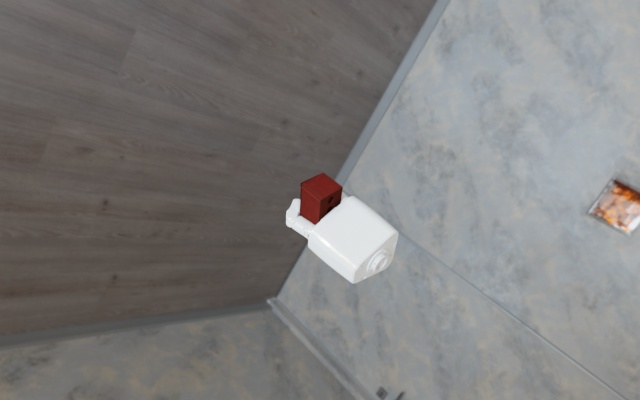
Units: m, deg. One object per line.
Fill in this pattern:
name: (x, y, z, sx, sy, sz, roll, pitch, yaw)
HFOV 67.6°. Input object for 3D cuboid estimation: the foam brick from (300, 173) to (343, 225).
foam brick: (0.000, 0.002, 0.815, 0.053, 0.078, 0.051, -29, 52, -31)
